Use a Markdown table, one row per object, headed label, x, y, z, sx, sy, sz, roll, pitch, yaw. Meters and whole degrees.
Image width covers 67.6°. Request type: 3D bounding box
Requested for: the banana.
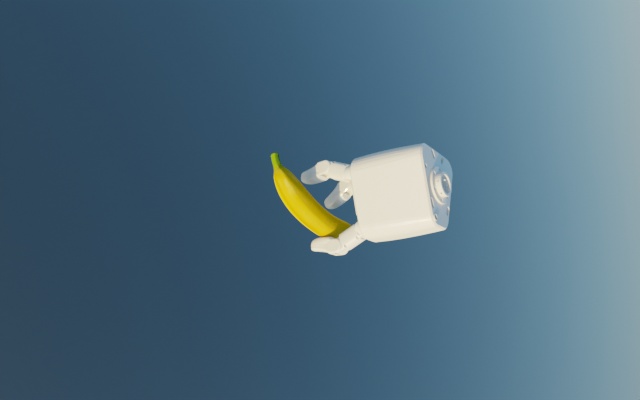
| label | x | y | z | sx | sy | sz | roll | pitch | yaw |
| --- | --- | --- | --- | --- | --- | --- | --- | --- | --- |
| banana | -0.006 | 0.014 | 0.694 | 0.037 | 0.069 | 0.198 | -19 | -51 | 34 |
